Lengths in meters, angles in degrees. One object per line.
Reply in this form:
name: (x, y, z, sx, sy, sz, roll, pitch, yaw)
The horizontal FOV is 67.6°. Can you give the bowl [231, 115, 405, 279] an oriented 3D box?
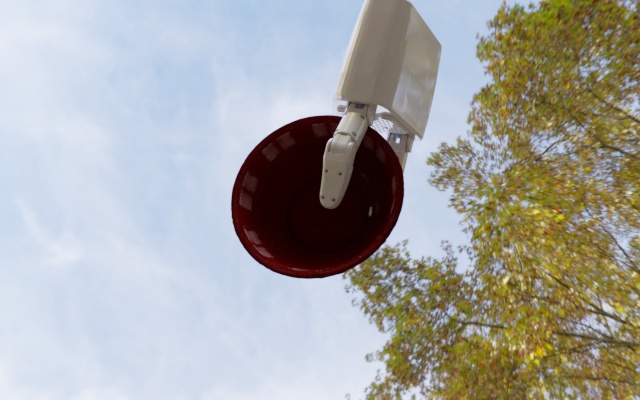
bowl: (-0.001, 0.003, 0.453, 0.162, 0.162, 0.055, 0, -23, 15)
